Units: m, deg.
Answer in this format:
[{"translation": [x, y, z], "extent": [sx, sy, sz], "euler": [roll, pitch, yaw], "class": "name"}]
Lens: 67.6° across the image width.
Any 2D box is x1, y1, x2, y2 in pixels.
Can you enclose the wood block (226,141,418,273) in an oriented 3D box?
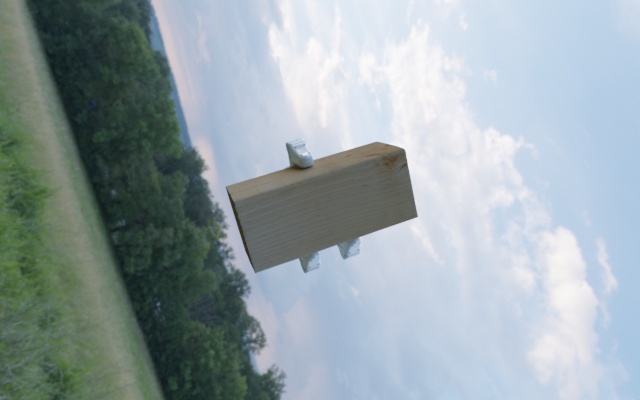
[{"translation": [0.000, 0.001, 0.583], "extent": [0.206, 0.091, 0.090], "euler": [-18, 17, -12], "class": "wood block"}]
